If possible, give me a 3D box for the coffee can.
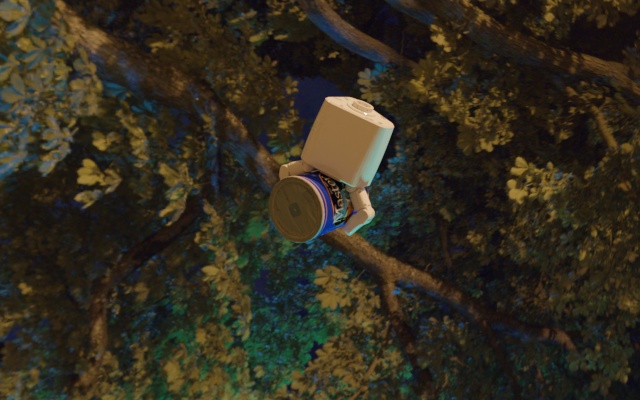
[{"bbox_3d":[0.000,0.003,0.775,0.103,0.103,0.140,0,10,35],"label":"coffee can"}]
